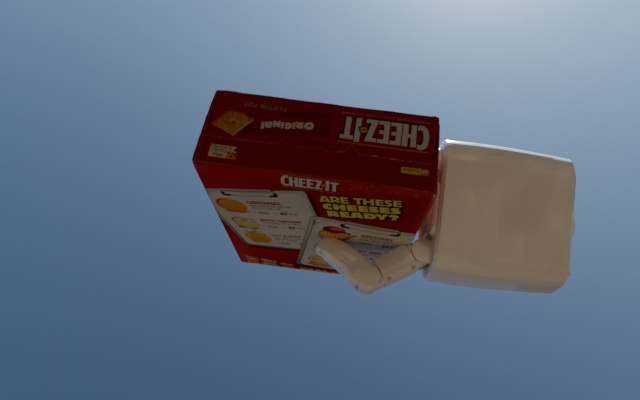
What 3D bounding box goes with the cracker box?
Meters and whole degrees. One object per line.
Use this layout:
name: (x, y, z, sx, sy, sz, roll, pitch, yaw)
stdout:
cracker box: (0.000, 0.002, 0.417, 0.164, 0.072, 0.214, 7, -25, 4)
